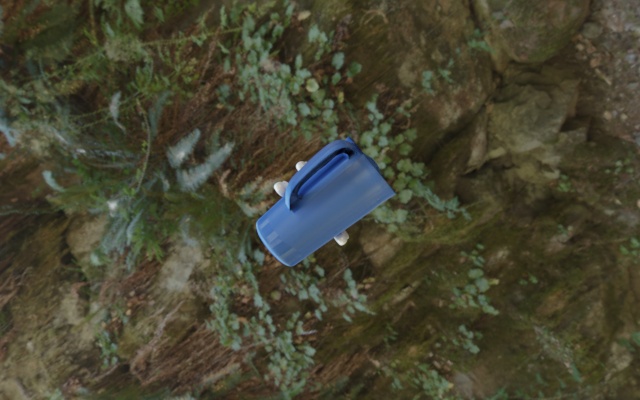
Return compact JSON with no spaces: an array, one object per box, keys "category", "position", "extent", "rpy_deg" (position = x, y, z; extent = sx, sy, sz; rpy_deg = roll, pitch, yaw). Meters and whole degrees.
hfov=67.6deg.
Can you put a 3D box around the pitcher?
[{"category":"pitcher","position":[0.000,0.003,0.861],"extent":[0.243,0.149,0.145],"rpy_deg":[-39,7,6]}]
